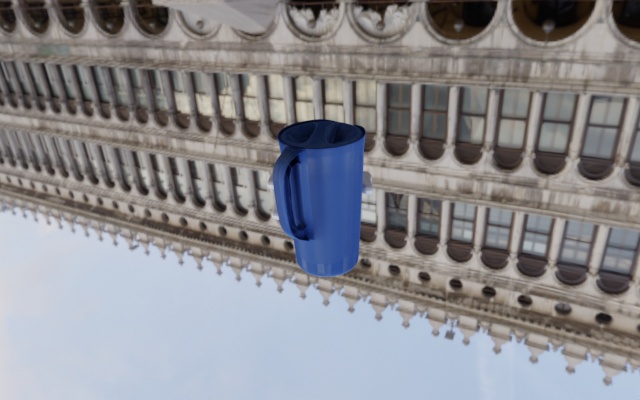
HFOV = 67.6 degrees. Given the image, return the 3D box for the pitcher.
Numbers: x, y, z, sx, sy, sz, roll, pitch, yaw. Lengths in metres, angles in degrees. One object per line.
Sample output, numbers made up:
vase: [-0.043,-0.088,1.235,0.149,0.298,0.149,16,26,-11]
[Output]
pitcher: [0.000,0.002,0.766,0.149,0.243,0.145,-7,27,-7]
